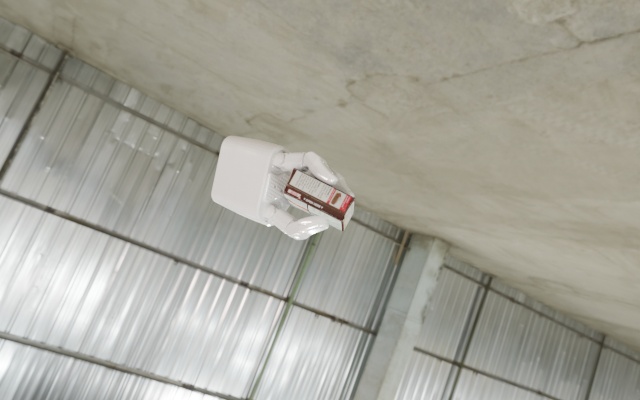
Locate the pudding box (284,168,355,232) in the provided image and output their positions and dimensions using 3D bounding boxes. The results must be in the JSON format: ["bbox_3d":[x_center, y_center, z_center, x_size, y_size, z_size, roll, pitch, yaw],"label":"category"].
[{"bbox_3d":[0.000,0.002,0.655,0.090,0.039,0.113,26,-6,7],"label":"pudding box"}]
